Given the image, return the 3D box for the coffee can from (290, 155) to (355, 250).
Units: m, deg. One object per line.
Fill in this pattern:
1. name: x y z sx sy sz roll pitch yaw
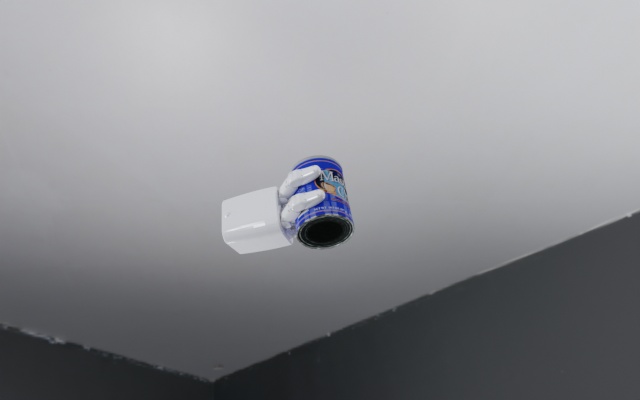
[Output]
1. coffee can: 0.000 0.003 0.869 0.103 0.140 0.103 -6 -39 -5
